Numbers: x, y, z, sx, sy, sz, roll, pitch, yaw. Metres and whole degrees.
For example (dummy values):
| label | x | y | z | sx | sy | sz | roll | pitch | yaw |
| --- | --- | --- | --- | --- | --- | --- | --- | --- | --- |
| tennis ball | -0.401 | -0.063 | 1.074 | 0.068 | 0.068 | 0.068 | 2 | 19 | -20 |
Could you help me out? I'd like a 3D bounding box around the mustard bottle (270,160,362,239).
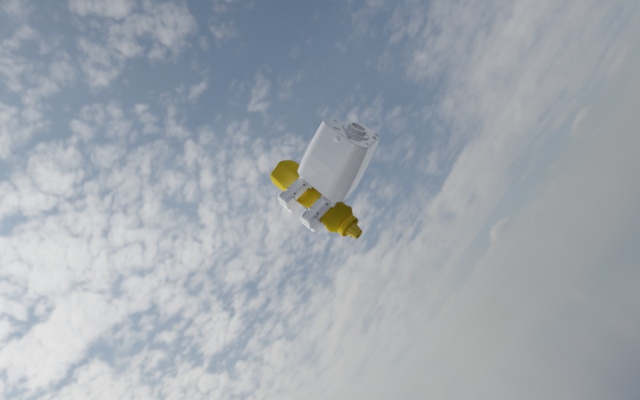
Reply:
| label | x | y | z | sx | sy | sz | roll | pitch | yaw |
| --- | --- | --- | --- | --- | --- | --- | --- | --- | --- |
| mustard bottle | 0.000 | 0.003 | 0.861 | 0.191 | 0.058 | 0.096 | 40 | 5 | 23 |
